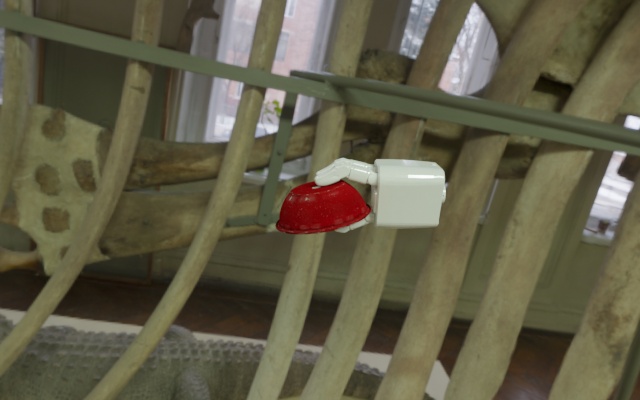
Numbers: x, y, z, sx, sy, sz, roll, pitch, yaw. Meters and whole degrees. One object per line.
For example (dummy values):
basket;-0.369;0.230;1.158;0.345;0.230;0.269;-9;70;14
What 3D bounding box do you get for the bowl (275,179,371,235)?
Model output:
bowl;-0.001;0.002;0.784;0.162;0.055;0.162;-10;14;3
